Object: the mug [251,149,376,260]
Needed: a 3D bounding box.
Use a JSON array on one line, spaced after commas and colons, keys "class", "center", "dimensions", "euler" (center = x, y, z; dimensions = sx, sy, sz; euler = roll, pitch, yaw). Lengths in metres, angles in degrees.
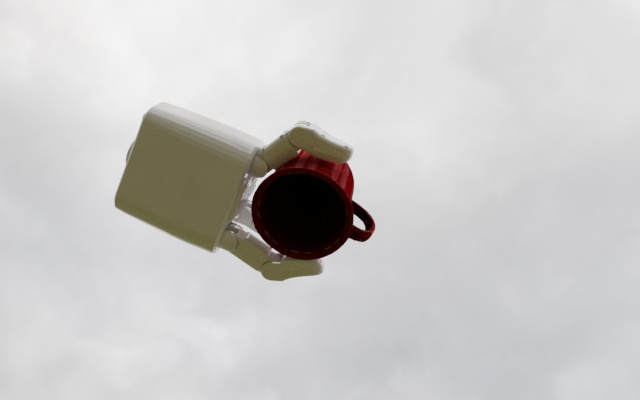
[{"class": "mug", "center": [0.001, 0.002, 0.460], "dimensions": [0.117, 0.093, 0.081], "euler": [25, 27, -3]}]
